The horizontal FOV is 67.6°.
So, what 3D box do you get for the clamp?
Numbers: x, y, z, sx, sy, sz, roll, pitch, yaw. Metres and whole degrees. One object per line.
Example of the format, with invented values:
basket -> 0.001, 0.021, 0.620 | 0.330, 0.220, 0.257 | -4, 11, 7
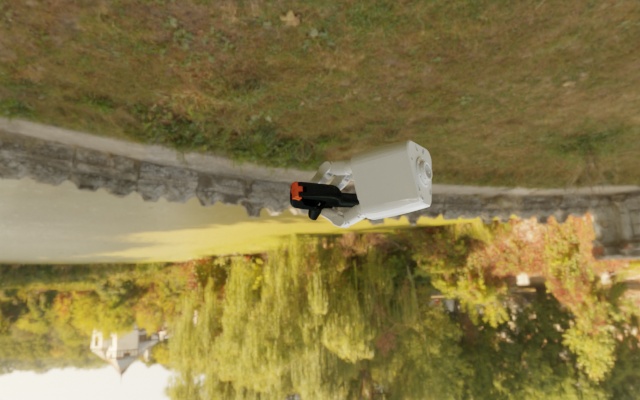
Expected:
clamp -> 0.000, 0.004, 0.881 | 0.164, 0.036, 0.210 | -15, -17, 34
